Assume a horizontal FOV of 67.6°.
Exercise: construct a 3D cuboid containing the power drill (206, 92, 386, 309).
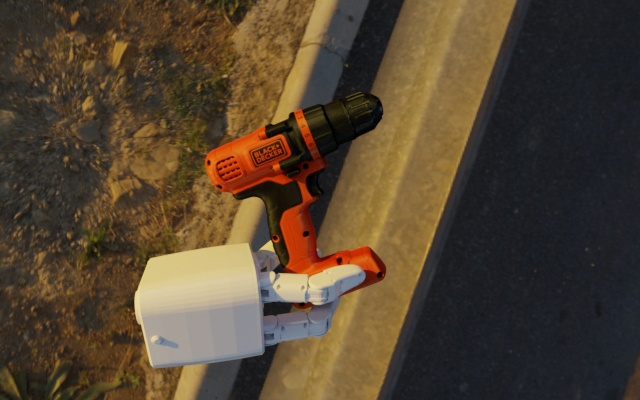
[{"bbox_3d":[0.000,0.002,0.485,0.184,0.188,0.057,-21,8,6],"label":"power drill"}]
